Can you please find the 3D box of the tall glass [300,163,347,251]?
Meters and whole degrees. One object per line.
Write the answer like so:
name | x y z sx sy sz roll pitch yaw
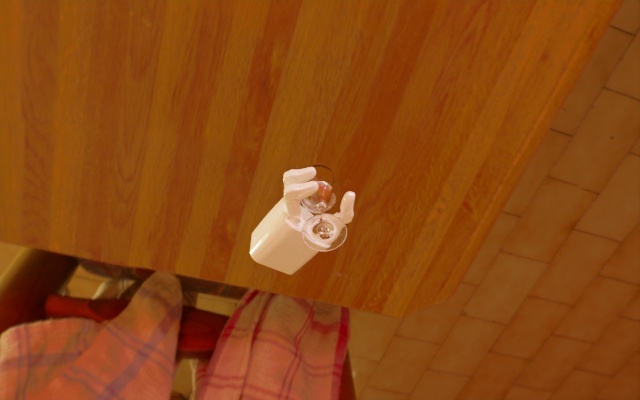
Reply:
tall glass | 0.000 0.003 0.858 0.079 0.079 0.201 0 31 -4
